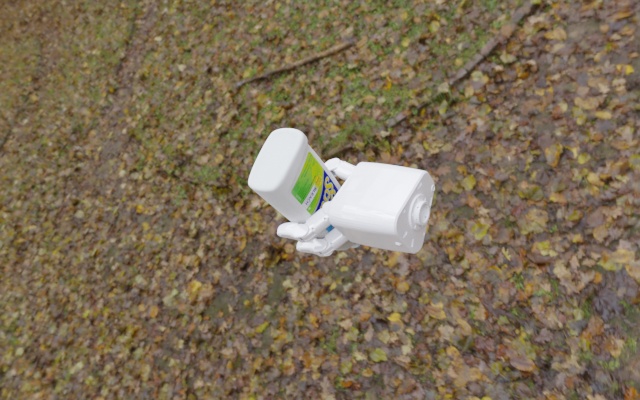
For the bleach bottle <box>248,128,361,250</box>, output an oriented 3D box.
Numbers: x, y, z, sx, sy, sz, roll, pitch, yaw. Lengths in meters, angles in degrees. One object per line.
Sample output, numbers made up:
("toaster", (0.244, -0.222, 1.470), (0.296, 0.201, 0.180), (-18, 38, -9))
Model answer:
("bleach bottle", (0.000, 0.002, 0.724), (0.068, 0.102, 0.251), (12, -21, 39))
